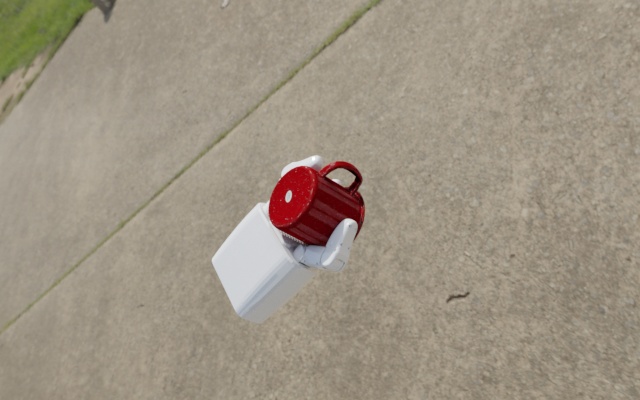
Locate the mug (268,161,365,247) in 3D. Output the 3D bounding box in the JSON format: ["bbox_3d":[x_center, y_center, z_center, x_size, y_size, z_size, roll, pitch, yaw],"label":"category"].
[{"bbox_3d":[0.001,0.001,0.566,0.081,0.117,0.093,30,21,-38],"label":"mug"}]
